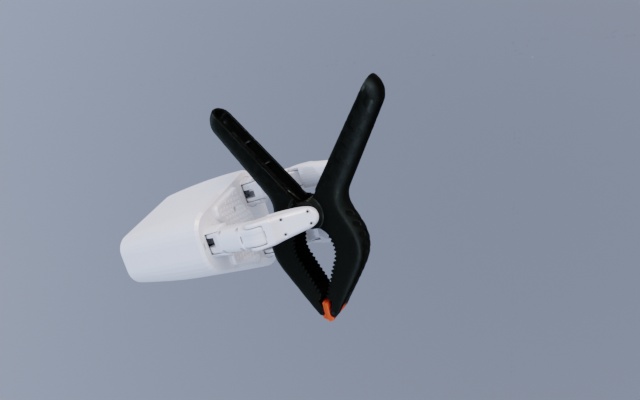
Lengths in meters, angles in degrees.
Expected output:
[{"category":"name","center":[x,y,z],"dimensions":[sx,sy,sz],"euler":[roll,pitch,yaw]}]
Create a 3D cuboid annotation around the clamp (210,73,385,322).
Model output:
[{"category":"clamp","center":[0.000,0.002,0.408],"dimensions":[0.164,0.210,0.036],"euler":[-13,10,31]}]
